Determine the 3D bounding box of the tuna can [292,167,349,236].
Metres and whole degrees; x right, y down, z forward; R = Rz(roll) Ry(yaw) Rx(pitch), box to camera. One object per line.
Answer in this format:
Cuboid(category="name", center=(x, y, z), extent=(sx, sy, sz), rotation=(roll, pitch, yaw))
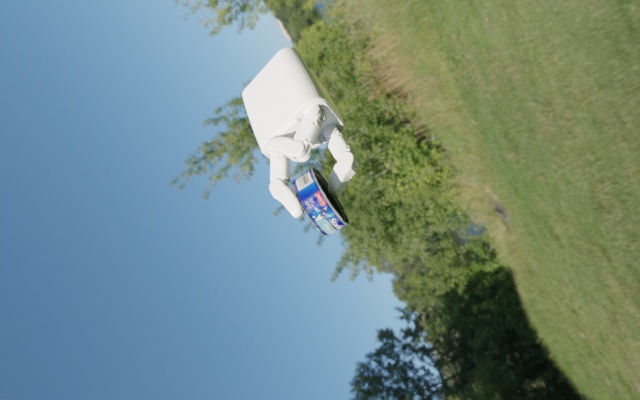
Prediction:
Cuboid(category="tuna can", center=(0.000, 0.002, 0.615), extent=(0.034, 0.086, 0.086), rotation=(-32, -6, 9))
